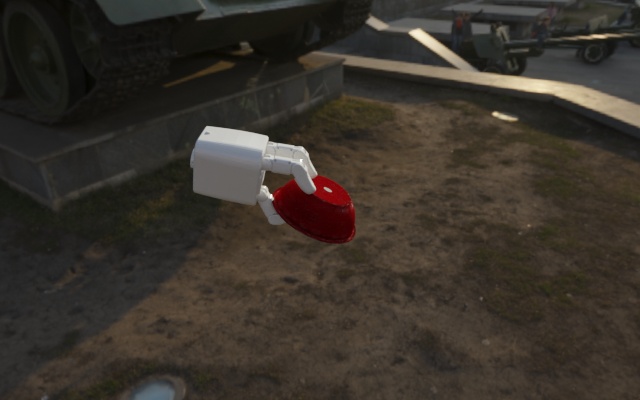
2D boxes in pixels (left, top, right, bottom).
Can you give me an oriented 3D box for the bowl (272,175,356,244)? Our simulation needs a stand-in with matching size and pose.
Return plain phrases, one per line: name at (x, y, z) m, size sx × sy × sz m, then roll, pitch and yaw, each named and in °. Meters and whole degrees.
bowl at (0.001, 0.003, 0.825) m, size 0.162 × 0.055 × 0.162 m, roll 22°, pitch 26°, yaw -12°
